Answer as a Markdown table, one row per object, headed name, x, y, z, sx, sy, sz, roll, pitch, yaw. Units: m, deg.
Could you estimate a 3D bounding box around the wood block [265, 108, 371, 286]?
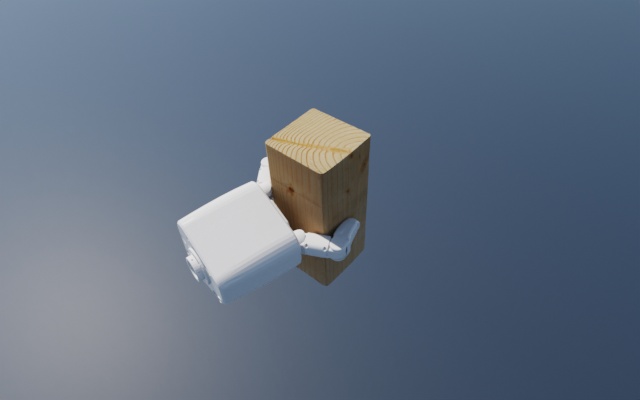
| name | x | y | z | sx | sy | sz | roll | pitch | yaw |
| --- | --- | --- | --- | --- | --- | --- | --- | --- | --- |
| wood block | 0.000 | 0.002 | 0.616 | 0.091 | 0.206 | 0.090 | 30 | 54 | 28 |
